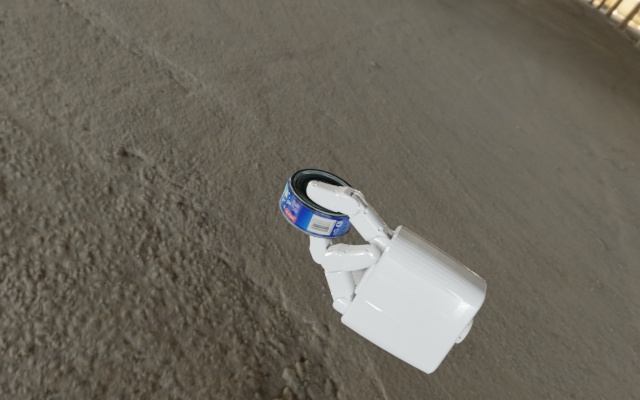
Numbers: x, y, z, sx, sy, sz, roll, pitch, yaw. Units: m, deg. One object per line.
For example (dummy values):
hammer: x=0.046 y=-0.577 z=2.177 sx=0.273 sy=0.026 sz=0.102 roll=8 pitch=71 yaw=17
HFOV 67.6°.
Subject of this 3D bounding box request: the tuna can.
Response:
tuna can: x=0.000 y=0.001 z=0.528 sx=0.086 sy=0.034 sz=0.086 roll=16 pitch=34 yaw=-11
